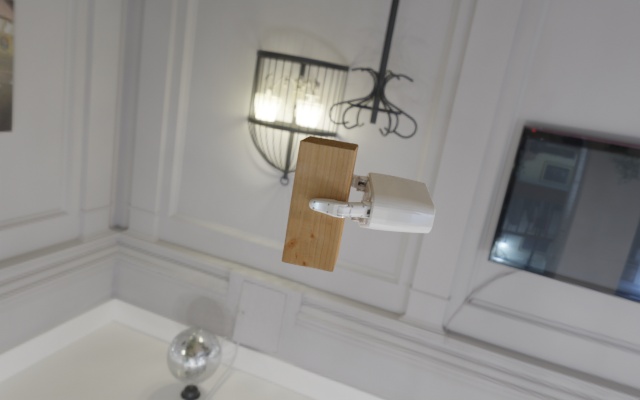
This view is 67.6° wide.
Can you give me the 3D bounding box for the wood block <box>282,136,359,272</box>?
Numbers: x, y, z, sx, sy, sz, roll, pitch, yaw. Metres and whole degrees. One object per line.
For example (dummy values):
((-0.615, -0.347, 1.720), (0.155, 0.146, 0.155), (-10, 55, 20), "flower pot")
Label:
((0.000, 0.003, 0.809), (0.090, 0.206, 0.091), (11, 14, 6), "wood block")
